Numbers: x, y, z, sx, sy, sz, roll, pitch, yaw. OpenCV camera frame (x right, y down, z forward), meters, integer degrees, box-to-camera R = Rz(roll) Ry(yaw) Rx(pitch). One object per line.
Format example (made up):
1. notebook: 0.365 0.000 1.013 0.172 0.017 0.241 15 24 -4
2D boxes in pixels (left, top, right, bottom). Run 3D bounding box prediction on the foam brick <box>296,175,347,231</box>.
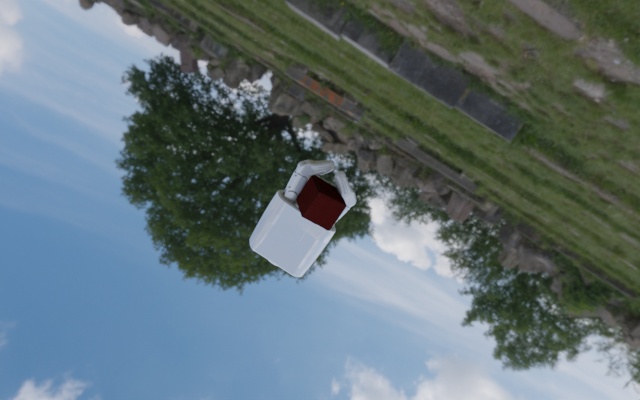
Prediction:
1. foam brick: 0.000 0.002 0.756 0.053 0.051 0.078 30 14 -19
